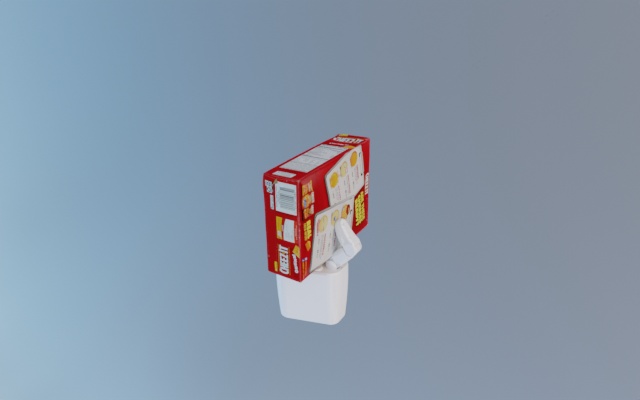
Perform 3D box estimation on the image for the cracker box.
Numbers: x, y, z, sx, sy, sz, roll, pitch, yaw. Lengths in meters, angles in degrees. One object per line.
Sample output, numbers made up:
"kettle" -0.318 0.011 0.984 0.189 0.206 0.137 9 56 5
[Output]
"cracker box" 0.000 0.003 0.752 0.072 0.164 0.213 14 29 28
